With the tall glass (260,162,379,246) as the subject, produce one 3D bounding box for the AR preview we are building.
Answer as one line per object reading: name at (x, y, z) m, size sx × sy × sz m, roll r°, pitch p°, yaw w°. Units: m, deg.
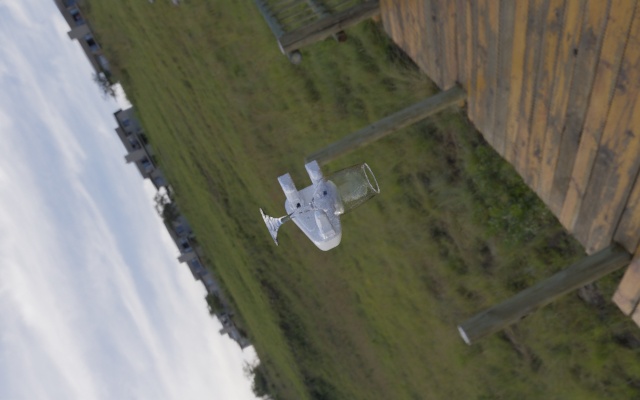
tall glass at (0.000, 0.003, 0.839) m, size 0.201 × 0.079 × 0.079 m, roll -25°, pitch 1°, yaw -3°
